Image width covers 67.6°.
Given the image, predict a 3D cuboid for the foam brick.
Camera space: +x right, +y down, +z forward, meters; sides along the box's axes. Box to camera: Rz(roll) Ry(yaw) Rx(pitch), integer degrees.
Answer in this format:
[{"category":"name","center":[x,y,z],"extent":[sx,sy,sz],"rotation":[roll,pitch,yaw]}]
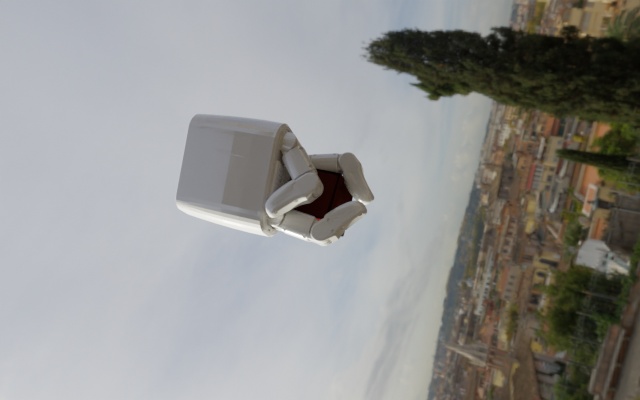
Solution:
[{"category":"foam brick","center":[0.000,0.002,0.524],"extent":[0.051,0.053,0.078],"rotation":[11,-15,18]}]
